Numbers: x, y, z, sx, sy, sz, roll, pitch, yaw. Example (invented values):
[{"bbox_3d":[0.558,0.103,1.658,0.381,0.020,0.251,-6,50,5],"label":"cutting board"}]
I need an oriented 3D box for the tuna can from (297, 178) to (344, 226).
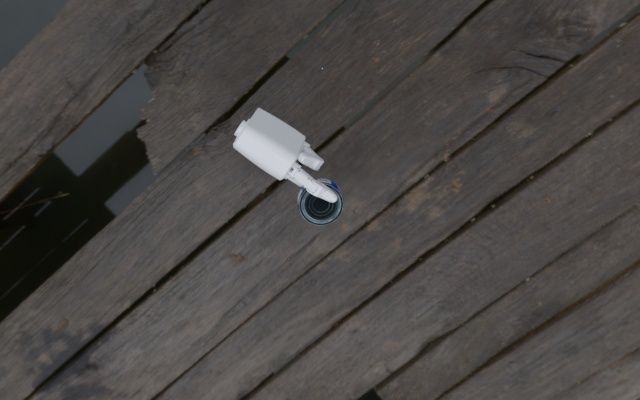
[{"bbox_3d":[0.000,0.003,0.889,0.086,0.086,0.033,0,19,-5],"label":"tuna can"}]
